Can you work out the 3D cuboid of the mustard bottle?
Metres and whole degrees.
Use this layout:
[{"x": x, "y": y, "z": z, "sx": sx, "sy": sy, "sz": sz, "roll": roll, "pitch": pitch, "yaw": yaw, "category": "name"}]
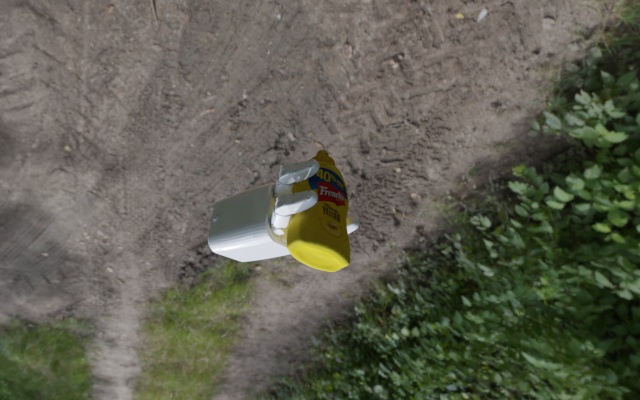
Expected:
[{"x": 0.000, "y": 0.002, "z": 0.699, "sx": 0.096, "sy": 0.191, "sz": 0.058, "roll": 29, "pitch": -44, "yaw": -31, "category": "mustard bottle"}]
